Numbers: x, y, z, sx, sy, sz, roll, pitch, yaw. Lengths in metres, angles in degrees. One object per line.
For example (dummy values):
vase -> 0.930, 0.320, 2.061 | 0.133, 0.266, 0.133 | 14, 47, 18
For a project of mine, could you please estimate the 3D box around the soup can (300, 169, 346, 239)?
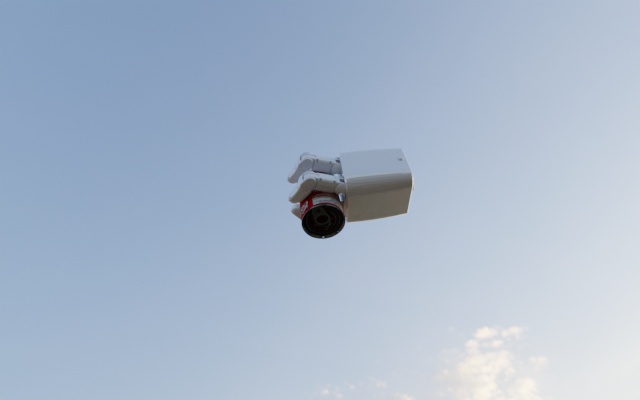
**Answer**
soup can -> 0.000, 0.002, 0.766 | 0.068, 0.069, 0.102 | 0, 38, -7
